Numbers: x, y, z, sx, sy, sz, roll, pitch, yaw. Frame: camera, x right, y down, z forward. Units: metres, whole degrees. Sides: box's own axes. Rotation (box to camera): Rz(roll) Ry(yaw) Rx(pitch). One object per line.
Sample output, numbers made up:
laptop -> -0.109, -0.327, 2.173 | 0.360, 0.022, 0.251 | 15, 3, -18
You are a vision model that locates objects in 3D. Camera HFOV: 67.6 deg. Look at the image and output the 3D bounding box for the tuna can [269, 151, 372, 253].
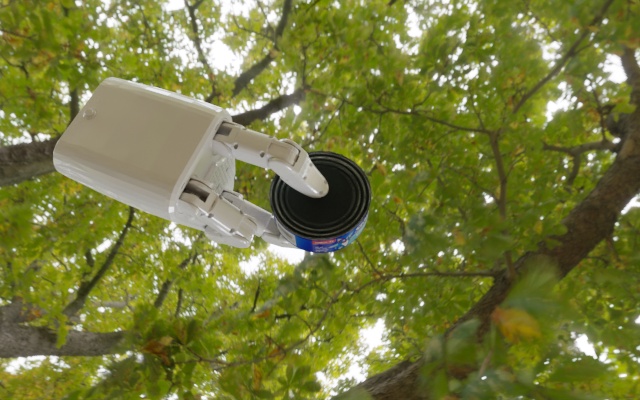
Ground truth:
tuna can -> 0.000, 0.002, 0.413 | 0.086, 0.086, 0.034 | 0, -29, 1
